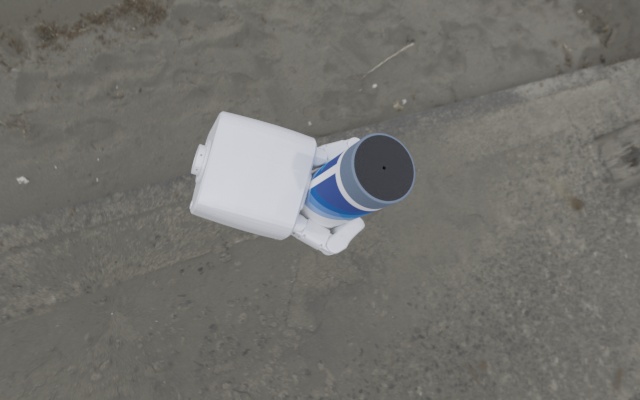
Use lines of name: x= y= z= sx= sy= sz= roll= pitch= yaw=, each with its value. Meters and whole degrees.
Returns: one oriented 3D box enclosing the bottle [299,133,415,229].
bottle: x=0.000 y=0.002 z=0.560 sx=0.069 sy=0.069 sz=0.296 roll=0 pitch=-12 yaw=-24
